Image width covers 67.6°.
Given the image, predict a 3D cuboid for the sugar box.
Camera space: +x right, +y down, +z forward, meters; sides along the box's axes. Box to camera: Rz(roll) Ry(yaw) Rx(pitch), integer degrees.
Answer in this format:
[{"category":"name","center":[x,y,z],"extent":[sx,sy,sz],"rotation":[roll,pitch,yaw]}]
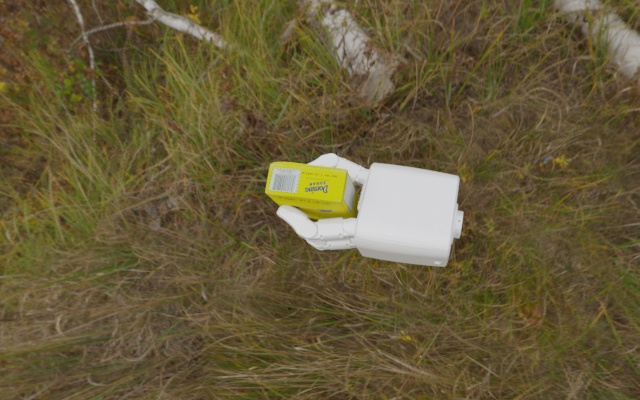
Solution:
[{"category":"sugar box","center":[0.000,0.003,0.617],"extent":[0.093,0.048,0.176],"rotation":[8,-16,14]}]
